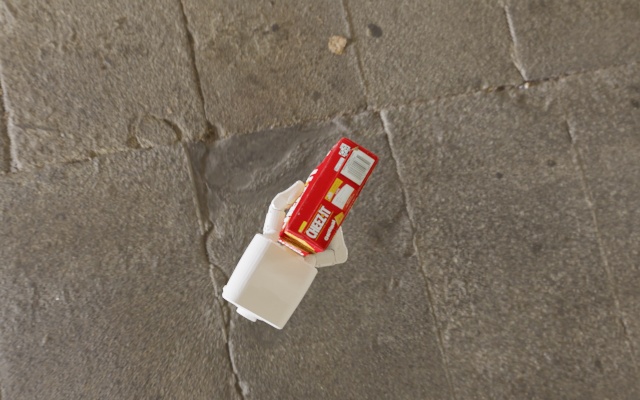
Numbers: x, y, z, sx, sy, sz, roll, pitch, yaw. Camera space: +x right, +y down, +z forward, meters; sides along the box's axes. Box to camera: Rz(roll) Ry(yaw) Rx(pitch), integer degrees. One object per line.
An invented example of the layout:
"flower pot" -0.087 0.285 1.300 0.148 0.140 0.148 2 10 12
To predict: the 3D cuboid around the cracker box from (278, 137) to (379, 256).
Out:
"cracker box" 0.000 0.003 0.778 0.072 0.164 0.214 32 -12 -5
